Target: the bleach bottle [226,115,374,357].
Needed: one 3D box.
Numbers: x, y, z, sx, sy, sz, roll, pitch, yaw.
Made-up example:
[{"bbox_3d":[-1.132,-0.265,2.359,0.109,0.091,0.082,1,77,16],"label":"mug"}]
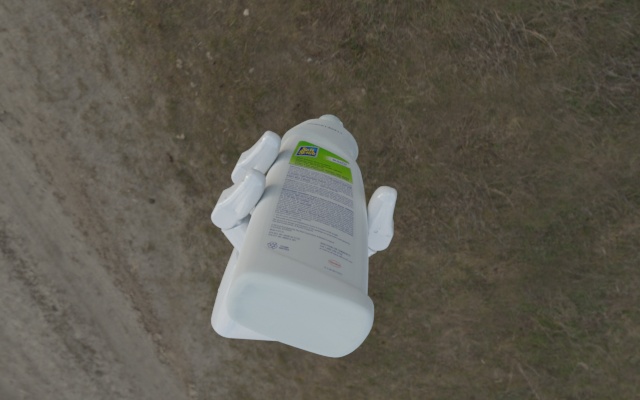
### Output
[{"bbox_3d":[0.000,0.001,0.413,0.102,0.068,0.250,21,39,-6],"label":"bleach bottle"}]
